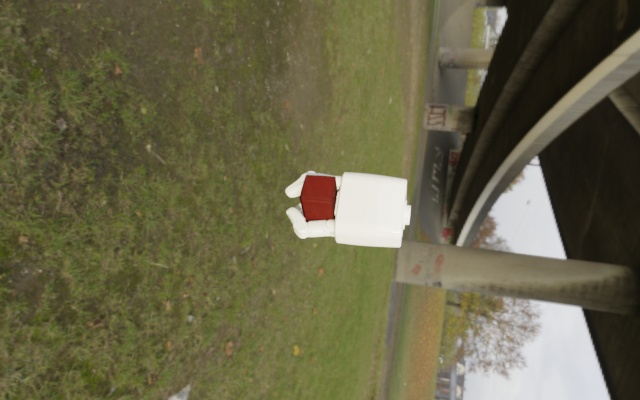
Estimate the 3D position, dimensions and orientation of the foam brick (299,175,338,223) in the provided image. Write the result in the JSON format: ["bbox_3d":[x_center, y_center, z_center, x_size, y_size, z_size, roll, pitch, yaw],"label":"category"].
[{"bbox_3d":[0.000,0.002,0.784,0.051,0.053,0.078,4,-37,11],"label":"foam brick"}]
